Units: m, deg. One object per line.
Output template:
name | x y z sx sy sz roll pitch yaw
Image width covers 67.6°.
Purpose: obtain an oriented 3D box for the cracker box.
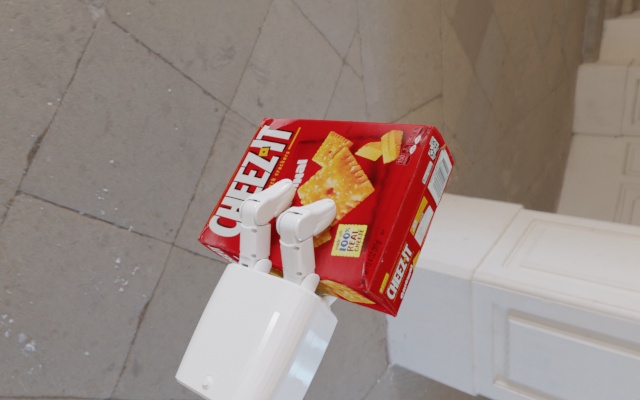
cracker box | 0.000 0.002 0.472 0.213 0.164 0.072 10 -24 37
